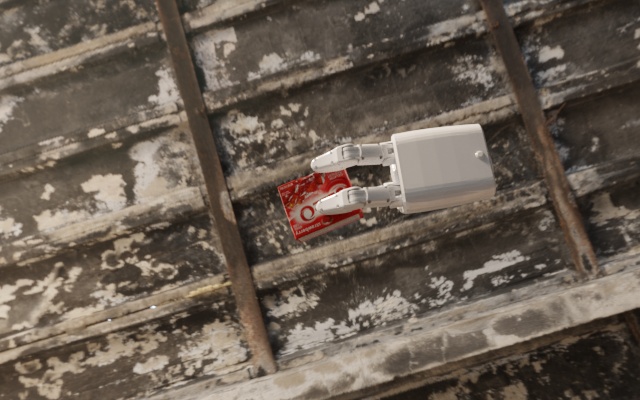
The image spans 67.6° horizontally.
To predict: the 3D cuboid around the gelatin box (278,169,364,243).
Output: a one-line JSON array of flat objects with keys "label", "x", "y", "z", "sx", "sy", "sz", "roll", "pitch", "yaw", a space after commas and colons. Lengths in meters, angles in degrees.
[{"label": "gelatin box", "x": 0.000, "y": 0.002, "z": 0.598, "sx": 0.089, "sy": 0.073, "sz": 0.030, "roll": -22, "pitch": -18, "yaw": 5}]
